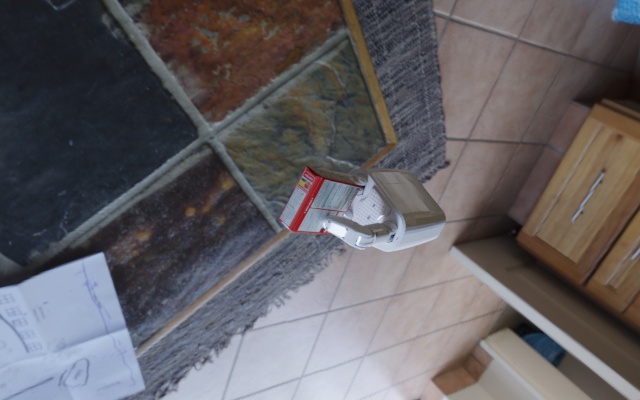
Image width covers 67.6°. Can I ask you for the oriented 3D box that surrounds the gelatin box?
[{"bbox_3d":[0.000,0.002,0.574,0.030,0.073,0.089,38,17,31],"label":"gelatin box"}]
